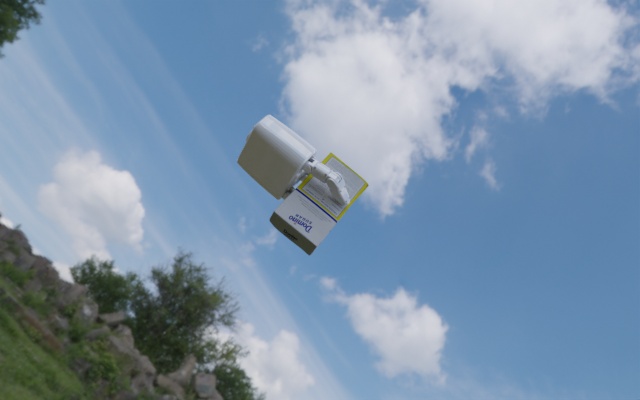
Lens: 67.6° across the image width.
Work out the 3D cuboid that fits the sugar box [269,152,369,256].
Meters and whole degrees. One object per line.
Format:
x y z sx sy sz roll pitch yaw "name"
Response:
0.000 0.003 0.828 0.176 0.093 0.048 -48 -5 -33 "sugar box"
